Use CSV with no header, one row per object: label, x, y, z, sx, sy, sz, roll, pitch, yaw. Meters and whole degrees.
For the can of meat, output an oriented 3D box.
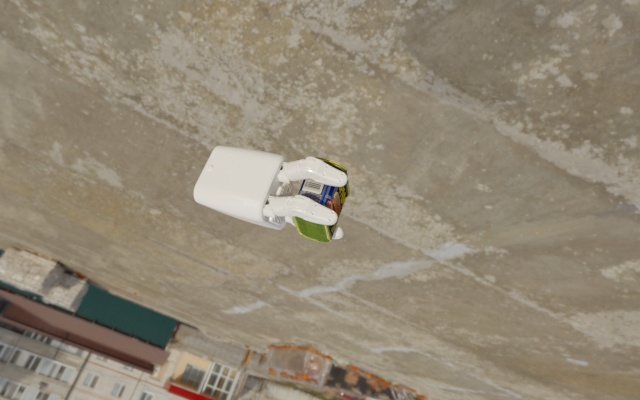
can of meat,0.000,0.003,0.670,0.057,0.084,0.102,14,-24,14
